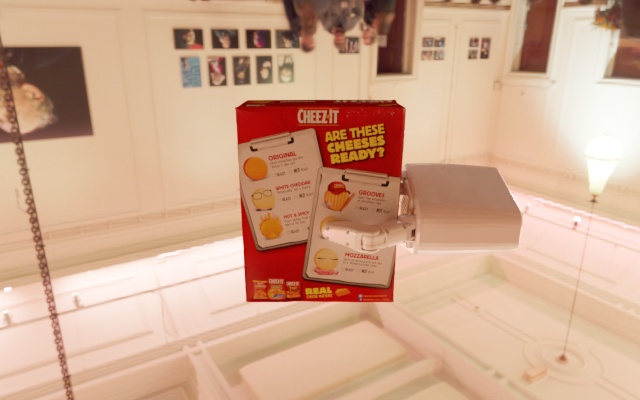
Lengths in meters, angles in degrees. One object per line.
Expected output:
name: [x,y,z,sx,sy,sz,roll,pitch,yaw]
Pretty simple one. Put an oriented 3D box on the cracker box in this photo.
cracker box: [0.000,0.002,0.513,0.164,0.214,0.072,0,19,0]
